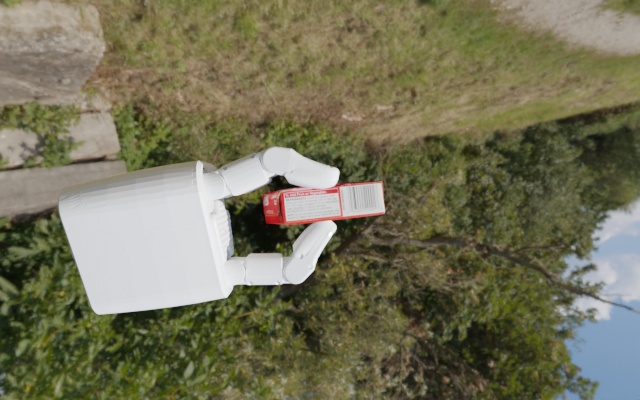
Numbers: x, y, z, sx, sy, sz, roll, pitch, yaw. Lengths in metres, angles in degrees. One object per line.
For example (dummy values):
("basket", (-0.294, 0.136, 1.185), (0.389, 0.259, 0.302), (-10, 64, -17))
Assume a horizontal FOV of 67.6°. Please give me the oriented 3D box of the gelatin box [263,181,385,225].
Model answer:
("gelatin box", (0.000, 0.002, 0.409), (0.089, 0.030, 0.073), (-6, 1, -16))
